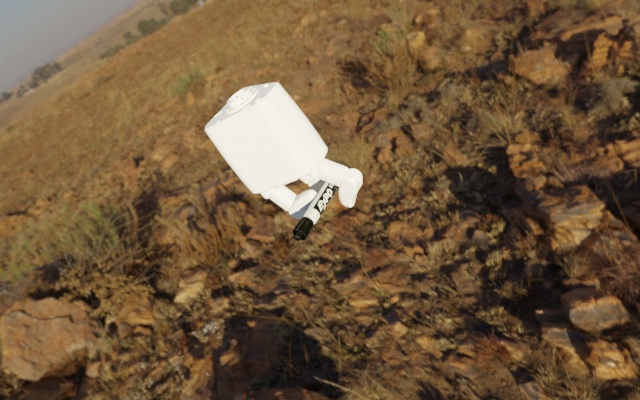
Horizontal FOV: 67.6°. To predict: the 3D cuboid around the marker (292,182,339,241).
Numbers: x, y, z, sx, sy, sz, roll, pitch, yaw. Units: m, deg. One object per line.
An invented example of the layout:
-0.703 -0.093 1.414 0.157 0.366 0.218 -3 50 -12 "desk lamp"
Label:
0.000 0.002 0.581 0.020 0.020 0.121 0 44 39 "marker"
